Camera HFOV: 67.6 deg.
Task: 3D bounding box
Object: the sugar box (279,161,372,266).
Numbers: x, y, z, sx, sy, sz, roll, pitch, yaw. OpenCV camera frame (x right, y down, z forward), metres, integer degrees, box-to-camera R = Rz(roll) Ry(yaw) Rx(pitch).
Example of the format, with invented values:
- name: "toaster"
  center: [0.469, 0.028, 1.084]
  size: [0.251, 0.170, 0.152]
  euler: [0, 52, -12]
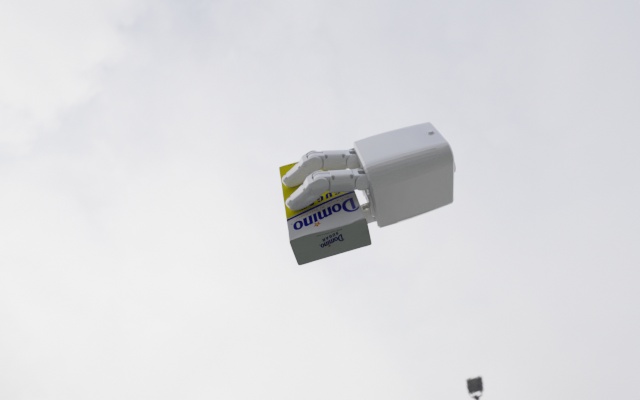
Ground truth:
- name: "sugar box"
  center: [0.000, 0.001, 0.616]
  size: [0.093, 0.048, 0.176]
  euler: [-17, 31, 0]
